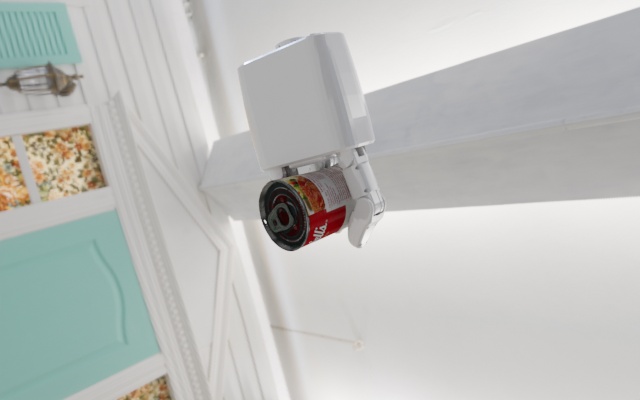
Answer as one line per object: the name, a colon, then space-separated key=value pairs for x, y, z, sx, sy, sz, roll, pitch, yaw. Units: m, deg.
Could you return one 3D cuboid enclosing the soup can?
soup can: x=0.000 y=0.002 z=0.469 sx=0.102 sy=0.068 sz=0.068 roll=-20 pitch=13 yaw=-41
